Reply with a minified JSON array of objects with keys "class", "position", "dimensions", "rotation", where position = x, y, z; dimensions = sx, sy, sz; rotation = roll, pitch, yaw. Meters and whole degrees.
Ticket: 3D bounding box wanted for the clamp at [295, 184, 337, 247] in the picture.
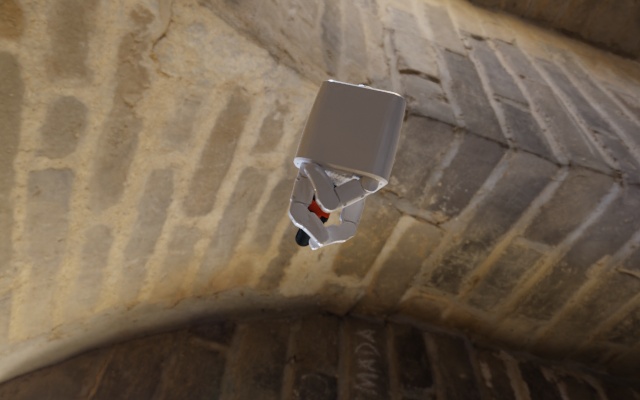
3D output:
[{"class":"clamp","position":[-0.001,0.002,0.650],"dimensions":[0.039,0.120,0.171],"rotation":[18,-10,-5]}]
